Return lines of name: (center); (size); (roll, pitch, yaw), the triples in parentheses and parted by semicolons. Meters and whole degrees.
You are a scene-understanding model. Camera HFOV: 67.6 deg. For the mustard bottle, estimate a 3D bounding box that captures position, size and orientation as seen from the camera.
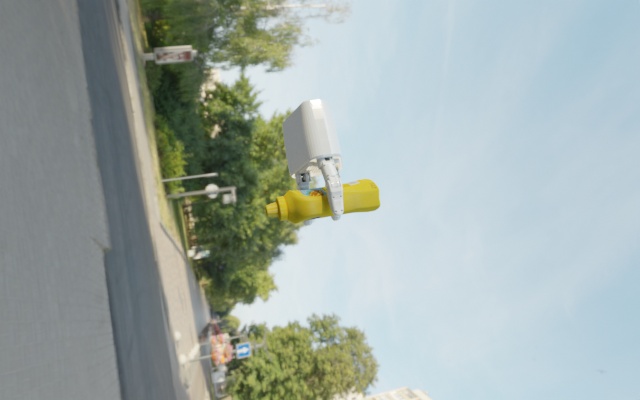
mustard bottle: (0.000, 0.003, 0.827); (0.191, 0.058, 0.096); (-9, 11, -14)
